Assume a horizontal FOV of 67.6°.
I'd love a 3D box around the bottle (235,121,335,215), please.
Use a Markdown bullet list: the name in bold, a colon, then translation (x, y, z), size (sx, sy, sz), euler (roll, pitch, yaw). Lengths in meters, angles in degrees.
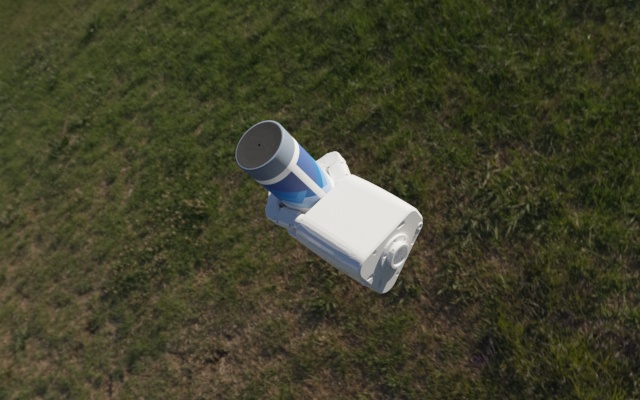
- **bottle**: translation (0.000, 0.002, 0.650), size (0.069, 0.069, 0.296), euler (0, -26, 32)
